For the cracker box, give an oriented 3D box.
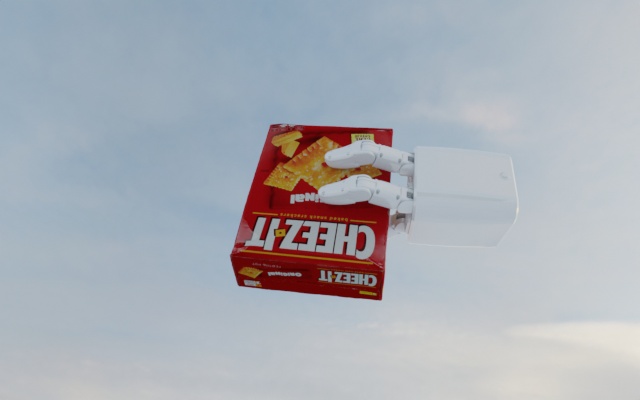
[{"bbox_3d":[0.000,0.002,0.569,0.164,0.213,0.072,4,-40,7],"label":"cracker box"}]
